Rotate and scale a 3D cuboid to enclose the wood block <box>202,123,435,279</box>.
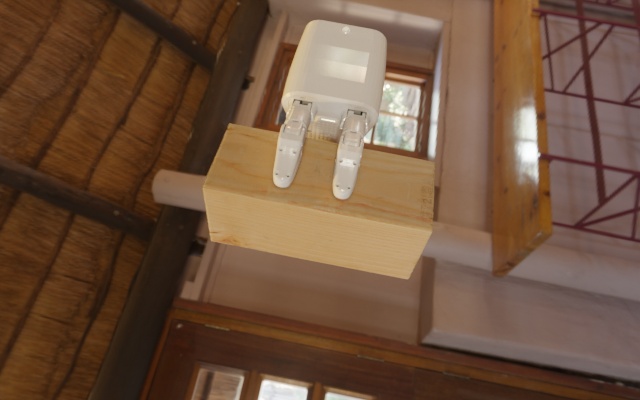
[{"bbox_3d":[0.000,0.001,0.478,0.206,0.090,0.091,11,-38,2],"label":"wood block"}]
